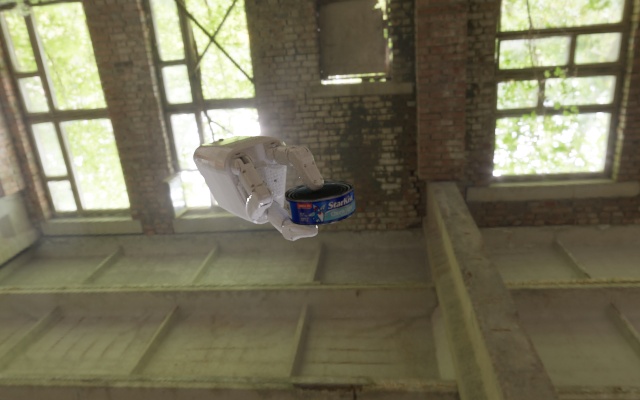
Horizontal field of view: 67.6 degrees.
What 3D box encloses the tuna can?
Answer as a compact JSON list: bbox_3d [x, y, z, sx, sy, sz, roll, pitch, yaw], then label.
[{"bbox_3d":[0.000,0.003,0.593,0.086,0.034,0.086,-7,15,2],"label":"tuna can"}]
